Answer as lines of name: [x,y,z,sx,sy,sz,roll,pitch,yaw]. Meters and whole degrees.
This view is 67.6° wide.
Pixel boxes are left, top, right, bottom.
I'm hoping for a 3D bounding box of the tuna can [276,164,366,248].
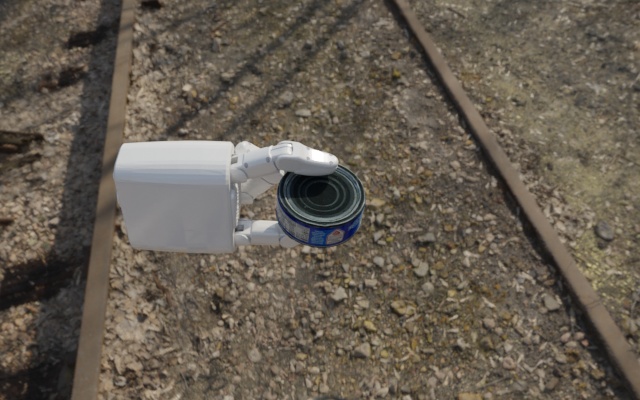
tuna can: [0.000,0.001,0.460,0.086,0.086,0.034,0,-40,-8]
